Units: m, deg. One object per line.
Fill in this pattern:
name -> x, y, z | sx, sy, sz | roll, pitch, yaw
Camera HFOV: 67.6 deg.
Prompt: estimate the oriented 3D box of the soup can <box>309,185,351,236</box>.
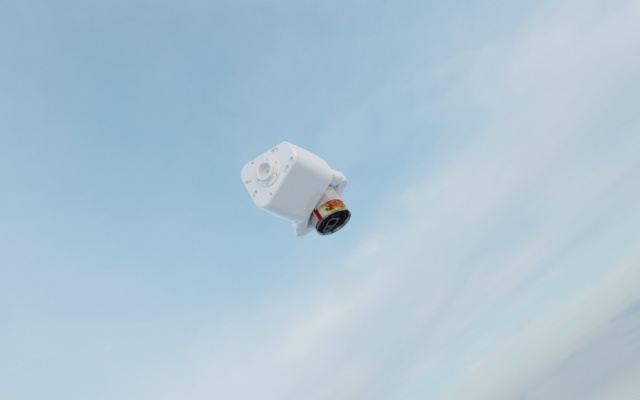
soup can -> 0.000, 0.003, 0.854 | 0.068, 0.102, 0.069 | -23, -32, -16
